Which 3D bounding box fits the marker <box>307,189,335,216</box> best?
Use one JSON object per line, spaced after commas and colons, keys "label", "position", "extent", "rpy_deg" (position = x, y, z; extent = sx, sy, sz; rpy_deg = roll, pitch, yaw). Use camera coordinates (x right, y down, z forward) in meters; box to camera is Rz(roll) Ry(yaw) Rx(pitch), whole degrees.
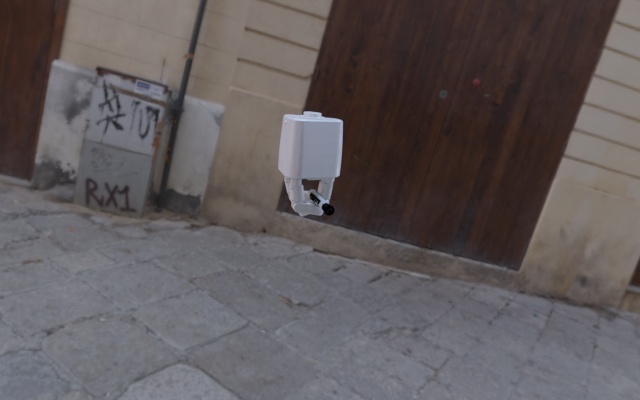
{"label": "marker", "position": [0.000, 0.003, 0.870], "extent": [0.020, 0.020, 0.121], "rpy_deg": [0, 15, -17]}
